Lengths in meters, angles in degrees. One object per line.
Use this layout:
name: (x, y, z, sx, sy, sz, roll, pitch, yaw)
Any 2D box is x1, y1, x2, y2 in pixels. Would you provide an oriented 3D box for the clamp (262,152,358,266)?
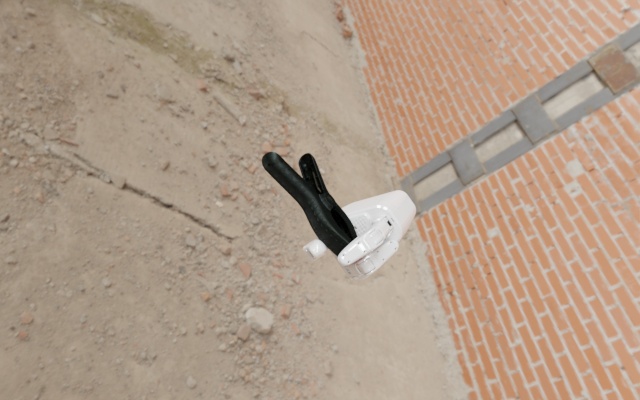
clamp: (0.001, 0.002, 0.623, 0.039, 0.171, 0.120, -35, -1, 28)
